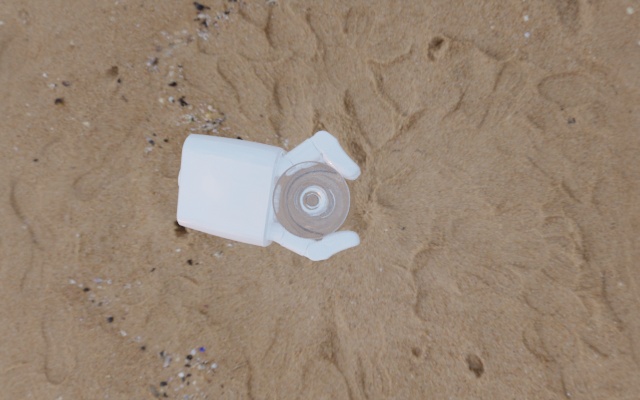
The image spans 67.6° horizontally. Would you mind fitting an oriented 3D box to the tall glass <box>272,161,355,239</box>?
[{"bbox_3d":[0.000,0.002,0.548,0.079,0.079,0.201,0,-1,6],"label":"tall glass"}]
